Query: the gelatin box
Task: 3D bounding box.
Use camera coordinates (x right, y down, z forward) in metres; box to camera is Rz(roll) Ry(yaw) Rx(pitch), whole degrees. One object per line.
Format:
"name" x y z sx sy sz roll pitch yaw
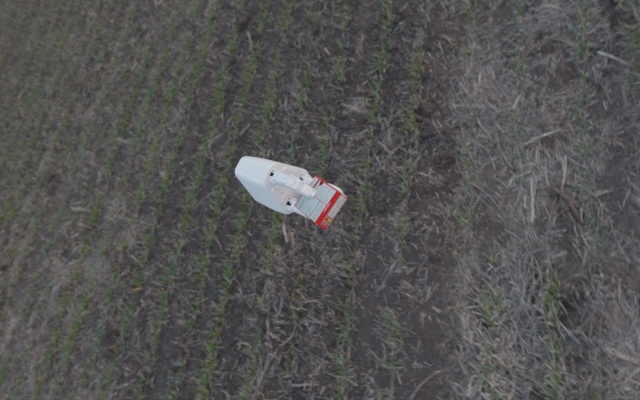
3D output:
"gelatin box" 0.000 0.003 0.891 0.030 0.073 0.089 34 2 -40
